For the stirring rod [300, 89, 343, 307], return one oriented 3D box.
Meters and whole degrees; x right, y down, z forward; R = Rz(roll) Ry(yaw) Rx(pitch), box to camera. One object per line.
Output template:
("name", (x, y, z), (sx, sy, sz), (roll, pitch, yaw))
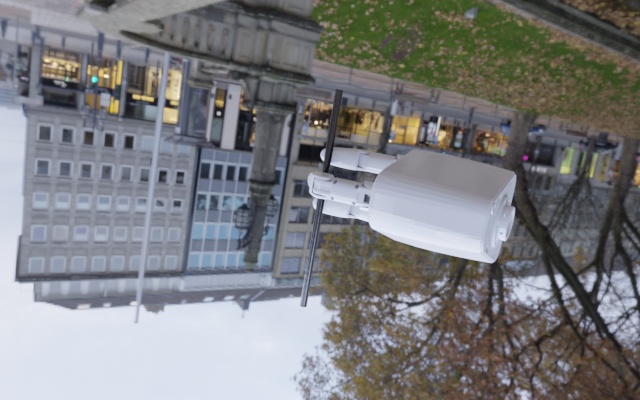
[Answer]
("stirring rod", (0.000, 0.002, 0.517), (0.011, 0.239, 0.011), (9, 10, -2))
